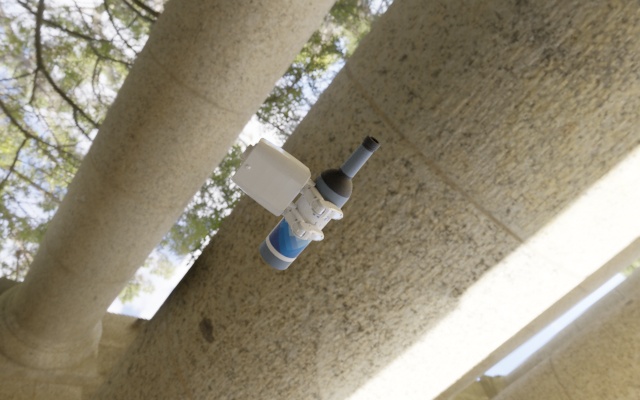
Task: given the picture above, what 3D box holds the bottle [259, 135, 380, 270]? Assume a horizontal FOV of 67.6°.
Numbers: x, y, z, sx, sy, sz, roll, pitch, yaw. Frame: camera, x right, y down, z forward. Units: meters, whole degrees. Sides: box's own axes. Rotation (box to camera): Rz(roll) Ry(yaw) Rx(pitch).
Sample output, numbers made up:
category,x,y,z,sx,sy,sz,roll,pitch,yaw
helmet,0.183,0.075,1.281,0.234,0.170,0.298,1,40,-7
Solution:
category,x,y,z,sx,sy,sz,roll,pitch,yaw
bottle,0.000,0.003,0.844,0.296,0.069,0.069,-49,-24,23
